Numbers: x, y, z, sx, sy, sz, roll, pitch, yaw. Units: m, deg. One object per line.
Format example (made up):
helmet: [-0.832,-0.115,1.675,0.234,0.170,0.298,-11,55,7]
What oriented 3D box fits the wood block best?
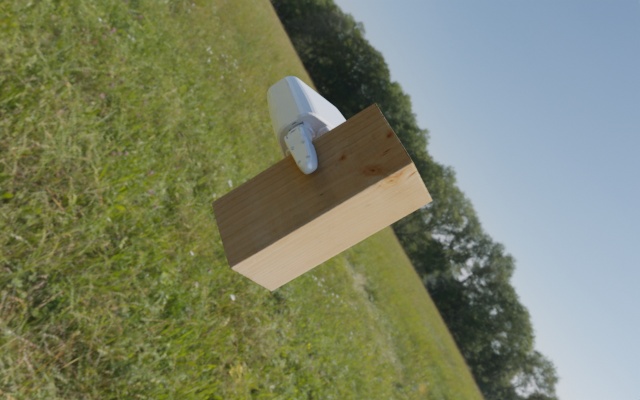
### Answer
wood block: [0.000,0.001,0.514,0.206,0.090,0.091,-31,-35,9]
